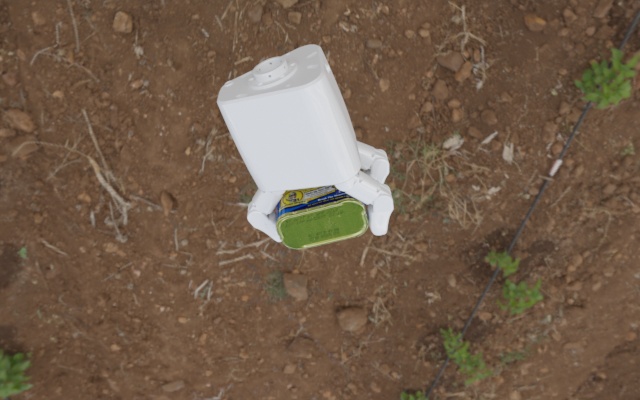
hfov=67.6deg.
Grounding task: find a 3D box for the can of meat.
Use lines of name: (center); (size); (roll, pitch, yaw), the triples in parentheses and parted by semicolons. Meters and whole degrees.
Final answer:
can of meat: (0.000, 0.002, 0.530); (0.102, 0.057, 0.084); (-14, 38, 8)
